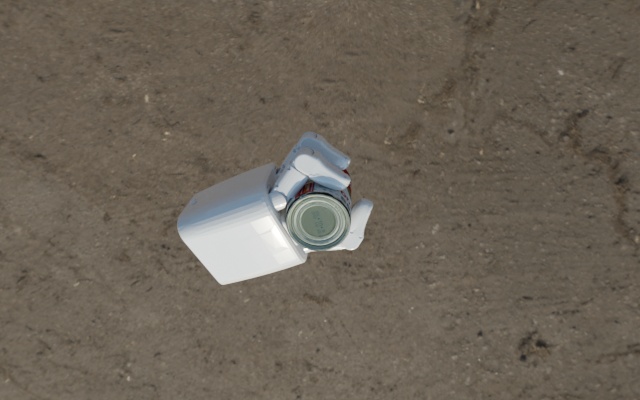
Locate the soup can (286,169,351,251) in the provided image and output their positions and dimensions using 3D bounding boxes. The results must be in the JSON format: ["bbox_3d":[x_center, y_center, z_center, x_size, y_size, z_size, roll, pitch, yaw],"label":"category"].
[{"bbox_3d":[0.001,0.002,0.522,0.068,0.068,0.102,0,24,3],"label":"soup can"}]
